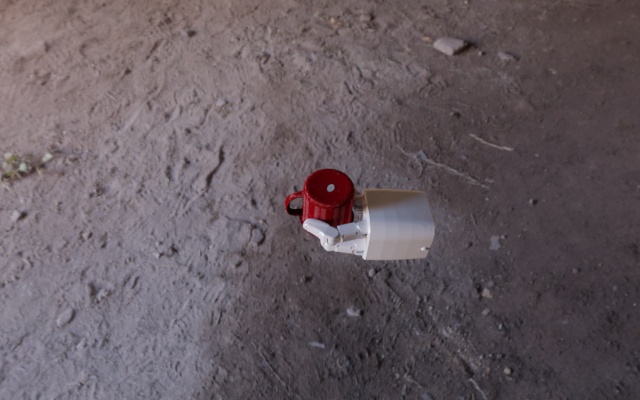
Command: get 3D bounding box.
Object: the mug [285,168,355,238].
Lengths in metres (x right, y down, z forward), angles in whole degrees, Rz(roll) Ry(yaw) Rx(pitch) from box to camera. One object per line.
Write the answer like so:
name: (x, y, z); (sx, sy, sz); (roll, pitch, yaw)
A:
mug: (-0.001, 0.002, 0.776); (0.117, 0.093, 0.082); (-1, -37, -4)
